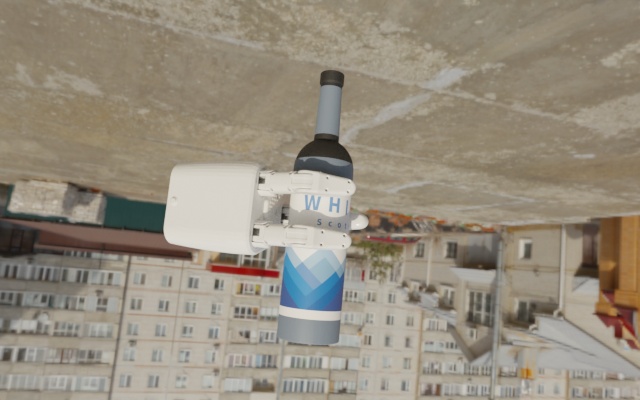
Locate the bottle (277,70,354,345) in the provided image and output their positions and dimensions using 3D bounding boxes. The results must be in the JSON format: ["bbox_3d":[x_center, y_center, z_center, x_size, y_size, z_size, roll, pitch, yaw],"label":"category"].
[{"bbox_3d":[0.000,0.002,0.525,0.069,0.295,0.069,5,-7,1],"label":"bottle"}]
